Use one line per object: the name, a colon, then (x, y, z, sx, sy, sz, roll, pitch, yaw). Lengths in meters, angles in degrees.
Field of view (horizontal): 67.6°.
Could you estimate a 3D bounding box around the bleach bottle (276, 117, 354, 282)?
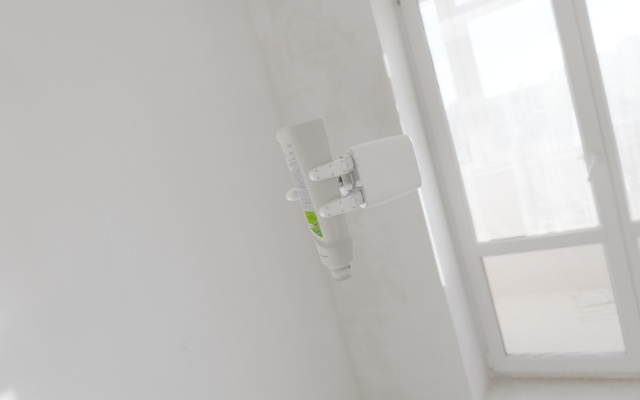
bleach bottle: (0.000, 0.002, 0.747, 0.068, 0.251, 0.102, -17, 6, -14)
